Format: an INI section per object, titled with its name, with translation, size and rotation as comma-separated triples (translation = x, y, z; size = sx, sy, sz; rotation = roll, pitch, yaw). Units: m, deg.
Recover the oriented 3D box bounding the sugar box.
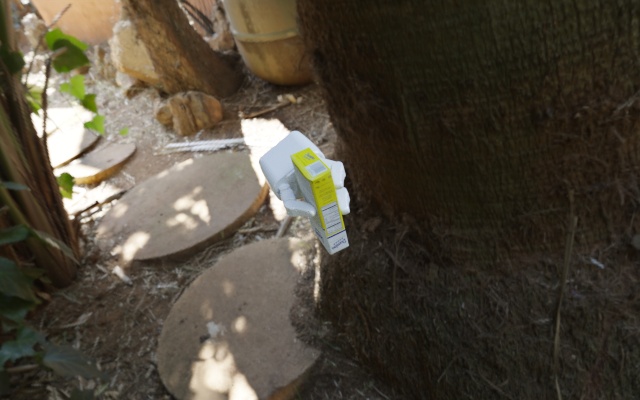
[sugar box]
translation = 0.001, 0.002, 0.852
size = 0.048, 0.176, 0.093
rotation = -26, 40, -10
